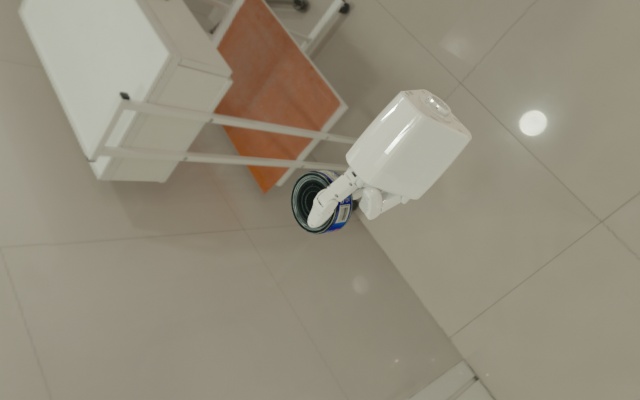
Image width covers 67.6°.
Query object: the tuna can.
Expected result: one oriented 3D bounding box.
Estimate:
[{"bbox_3d":[0.000,0.002,0.643,0.086,0.086,0.034,0,4,42],"label":"tuna can"}]
